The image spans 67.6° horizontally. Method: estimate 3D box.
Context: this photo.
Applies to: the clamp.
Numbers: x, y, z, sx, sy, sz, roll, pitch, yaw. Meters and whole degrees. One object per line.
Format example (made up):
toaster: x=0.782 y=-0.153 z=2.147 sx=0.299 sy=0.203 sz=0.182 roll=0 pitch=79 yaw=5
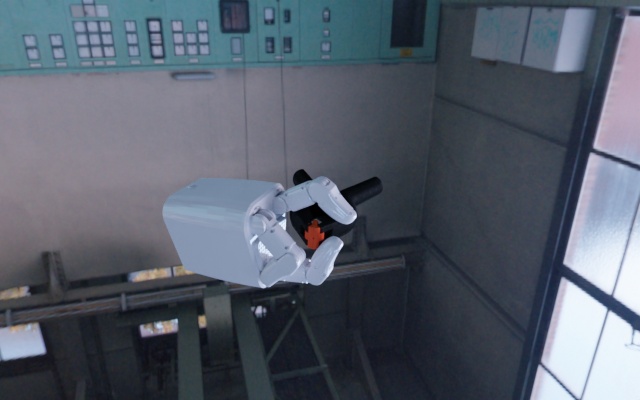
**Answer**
clamp: x=0.000 y=0.003 z=0.583 sx=0.120 sy=0.039 sz=0.171 roll=5 pitch=23 yaw=20
